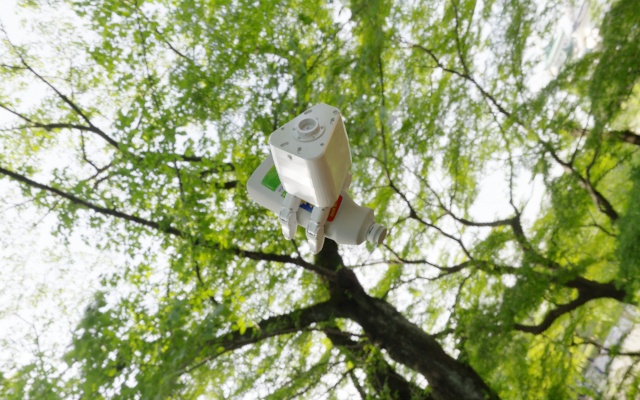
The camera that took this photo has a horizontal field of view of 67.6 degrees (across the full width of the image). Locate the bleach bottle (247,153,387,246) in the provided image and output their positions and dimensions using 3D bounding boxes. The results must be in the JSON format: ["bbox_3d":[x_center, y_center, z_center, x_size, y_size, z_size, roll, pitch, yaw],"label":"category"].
[{"bbox_3d":[0.000,0.003,0.797,0.250,0.102,0.068,25,-28,28],"label":"bleach bottle"}]
